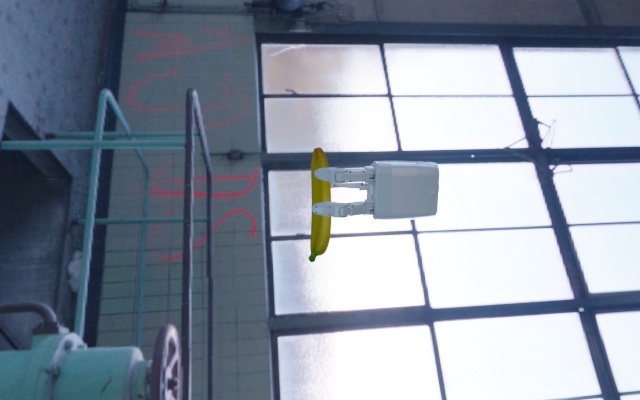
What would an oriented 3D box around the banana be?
[{"bbox_3d":[0.001,0.010,0.827,0.037,0.197,0.070,0,-12,3],"label":"banana"}]
